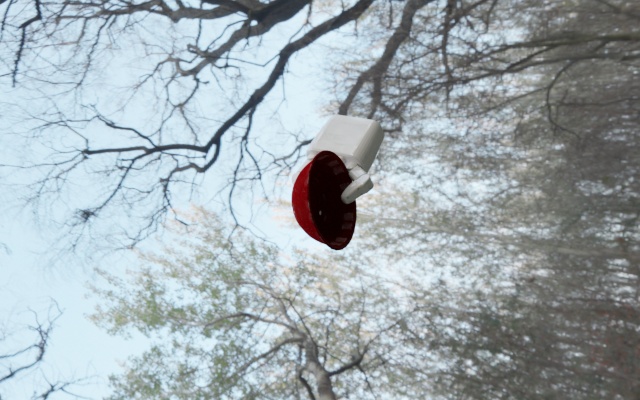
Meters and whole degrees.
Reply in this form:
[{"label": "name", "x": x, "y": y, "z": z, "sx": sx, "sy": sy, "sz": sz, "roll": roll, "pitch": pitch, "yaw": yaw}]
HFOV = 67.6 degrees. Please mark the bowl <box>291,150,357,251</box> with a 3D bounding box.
[{"label": "bowl", "x": -0.001, "y": 0.003, "z": 0.772, "sx": 0.055, "sy": 0.162, "sz": 0.162, "roll": -9, "pitch": -4, "yaw": 29}]
